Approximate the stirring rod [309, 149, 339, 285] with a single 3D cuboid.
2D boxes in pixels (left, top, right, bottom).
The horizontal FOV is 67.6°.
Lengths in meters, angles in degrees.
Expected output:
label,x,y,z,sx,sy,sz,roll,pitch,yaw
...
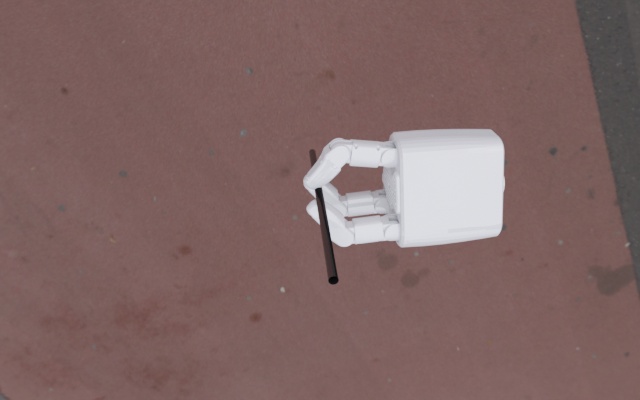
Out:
label,x,y,z,sx,sy,sz,roll,pitch,yaw
stirring rod,0.000,0.001,0.466,0.011,0.011,0.239,0,29,-5
